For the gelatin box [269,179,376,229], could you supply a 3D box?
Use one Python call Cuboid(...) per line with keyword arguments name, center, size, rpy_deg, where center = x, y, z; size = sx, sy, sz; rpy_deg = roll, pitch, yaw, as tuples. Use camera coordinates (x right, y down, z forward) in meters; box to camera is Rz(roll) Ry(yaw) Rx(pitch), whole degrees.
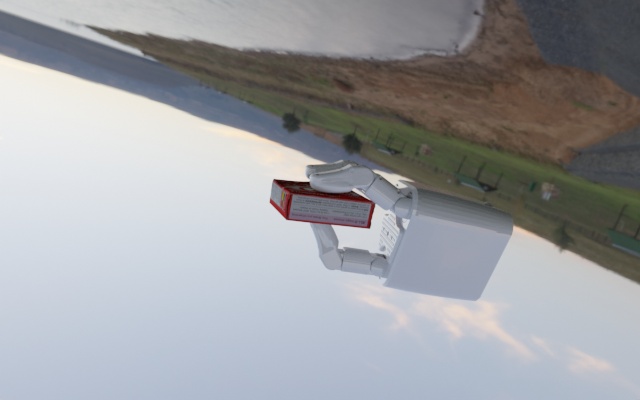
Cuboid(name="gelatin box", center=(0.000, 0.002, 0.480), size=(0.089, 0.030, 0.073), rpy_deg=(6, 11, -19))
